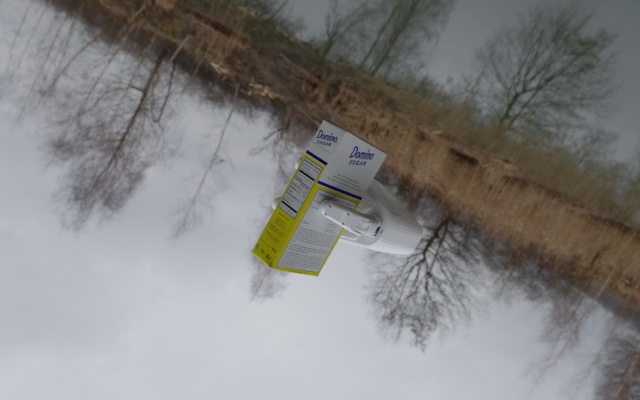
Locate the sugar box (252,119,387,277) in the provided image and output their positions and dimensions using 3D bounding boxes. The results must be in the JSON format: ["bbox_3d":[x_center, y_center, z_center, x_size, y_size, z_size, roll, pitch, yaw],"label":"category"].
[{"bbox_3d":[0.000,0.002,0.562,0.048,0.176,0.093,32,8,38],"label":"sugar box"}]
